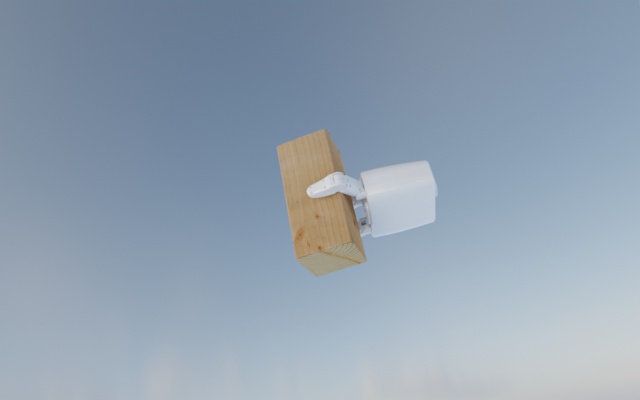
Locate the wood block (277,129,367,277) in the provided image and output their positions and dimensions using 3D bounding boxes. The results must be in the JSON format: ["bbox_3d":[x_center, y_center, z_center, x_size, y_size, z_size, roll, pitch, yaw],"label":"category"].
[{"bbox_3d":[0.000,0.002,0.764,0.090,0.206,0.091,-18,-30,11],"label":"wood block"}]
